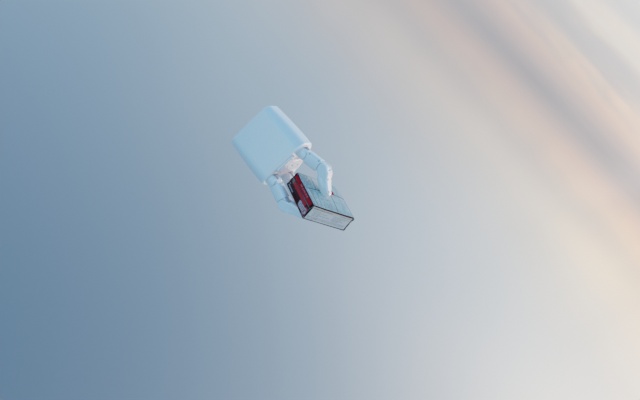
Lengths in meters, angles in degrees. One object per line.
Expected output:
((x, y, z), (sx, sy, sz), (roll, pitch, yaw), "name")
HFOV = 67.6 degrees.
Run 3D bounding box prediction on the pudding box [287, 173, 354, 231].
((0.000, 0.003, 0.886), (0.113, 0.090, 0.039), (17, -55, -41), "pudding box")
